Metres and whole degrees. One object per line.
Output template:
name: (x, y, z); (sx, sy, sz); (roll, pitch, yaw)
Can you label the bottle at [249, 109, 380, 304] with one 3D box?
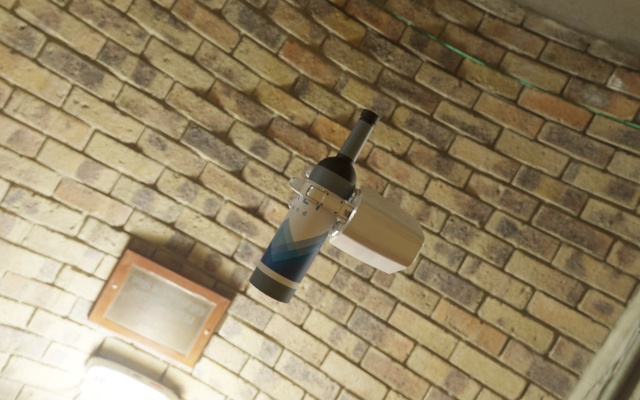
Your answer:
bottle: (0.000, 0.002, 0.683); (0.069, 0.295, 0.069); (30, -1, 1)
